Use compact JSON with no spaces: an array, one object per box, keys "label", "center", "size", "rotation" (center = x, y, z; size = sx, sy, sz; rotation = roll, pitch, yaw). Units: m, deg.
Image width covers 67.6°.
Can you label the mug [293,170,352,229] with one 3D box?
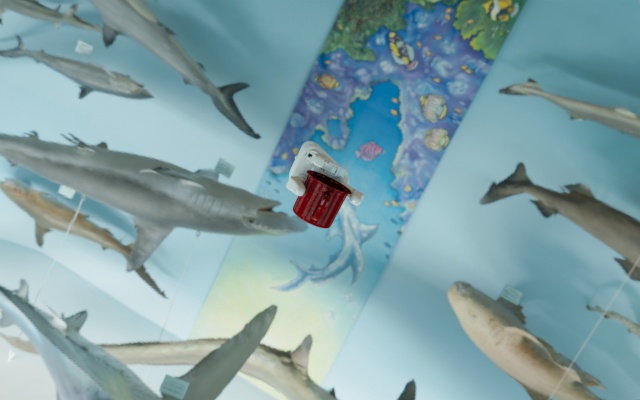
[{"label":"mug","center":[0.000,0.004,0.885],"size":[0.093,0.081,0.117],"rotation":[24,12,-11]}]
